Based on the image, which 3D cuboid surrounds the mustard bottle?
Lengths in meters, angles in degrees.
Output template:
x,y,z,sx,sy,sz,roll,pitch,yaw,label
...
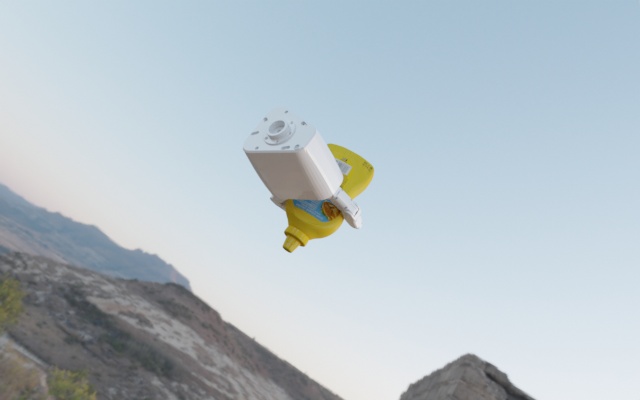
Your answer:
x,y,z,sx,sy,sz,roll,pitch,yaw,label
0.000,0.002,0.765,0.096,0.191,0.058,30,-21,13,mustard bottle
